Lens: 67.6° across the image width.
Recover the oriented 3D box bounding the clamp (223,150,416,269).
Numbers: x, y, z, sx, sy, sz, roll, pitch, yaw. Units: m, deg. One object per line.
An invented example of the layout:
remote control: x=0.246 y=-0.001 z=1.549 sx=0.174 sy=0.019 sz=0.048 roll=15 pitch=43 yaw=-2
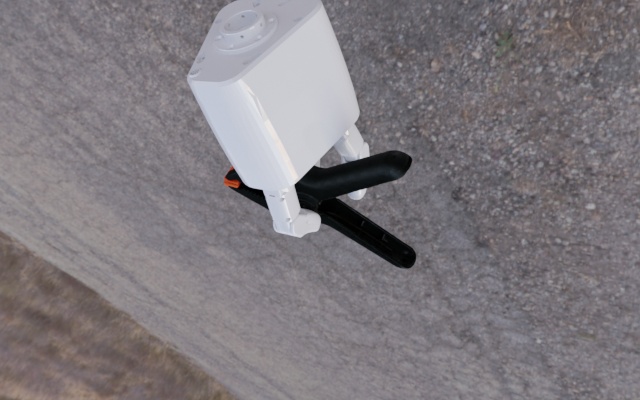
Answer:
clamp: x=-0.001 y=0.002 z=0.474 sx=0.210 sy=0.036 sz=0.165 roll=11 pitch=-35 yaw=28
